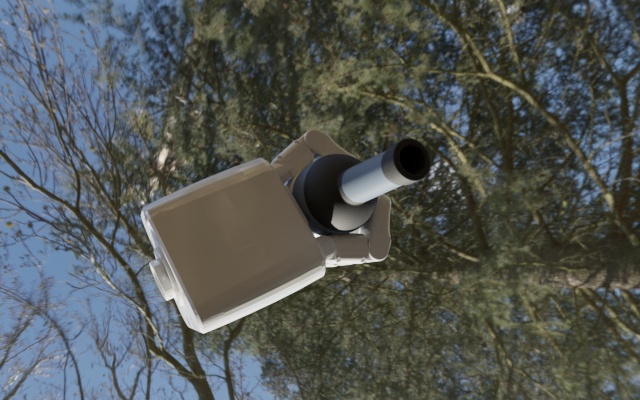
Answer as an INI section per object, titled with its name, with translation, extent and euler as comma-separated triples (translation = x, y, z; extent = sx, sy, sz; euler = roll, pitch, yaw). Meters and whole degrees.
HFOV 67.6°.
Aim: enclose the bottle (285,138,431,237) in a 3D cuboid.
[bottle]
translation = 0.000, 0.001, 0.425
extent = 0.069, 0.069, 0.296
euler = 0, -10, -23
